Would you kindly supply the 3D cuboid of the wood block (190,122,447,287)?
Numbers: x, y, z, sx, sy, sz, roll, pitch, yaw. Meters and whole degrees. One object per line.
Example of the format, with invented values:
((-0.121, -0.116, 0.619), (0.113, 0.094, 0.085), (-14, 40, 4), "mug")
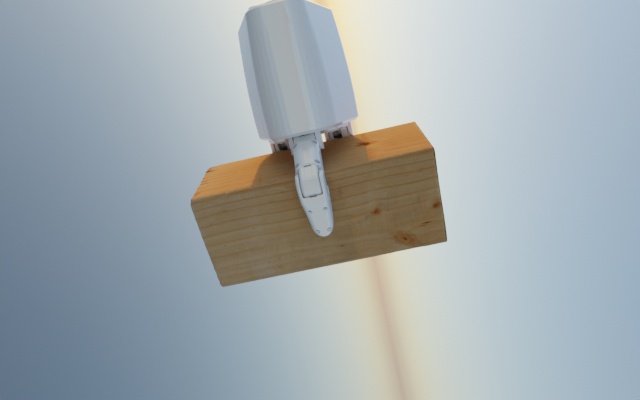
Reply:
((0.000, 0.001, 0.444), (0.206, 0.090, 0.090), (-12, 24, 5), "wood block")
